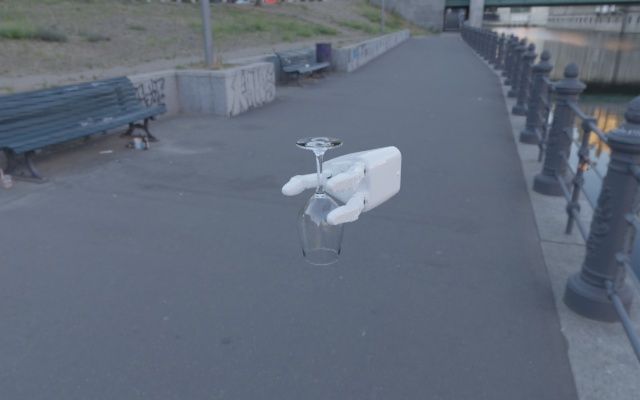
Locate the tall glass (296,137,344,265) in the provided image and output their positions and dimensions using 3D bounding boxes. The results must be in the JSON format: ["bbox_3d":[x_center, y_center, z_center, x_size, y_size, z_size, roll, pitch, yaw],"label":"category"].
[{"bbox_3d":[0.000,0.002,0.779,0.079,0.201,0.079,-1,21,0],"label":"tall glass"}]
